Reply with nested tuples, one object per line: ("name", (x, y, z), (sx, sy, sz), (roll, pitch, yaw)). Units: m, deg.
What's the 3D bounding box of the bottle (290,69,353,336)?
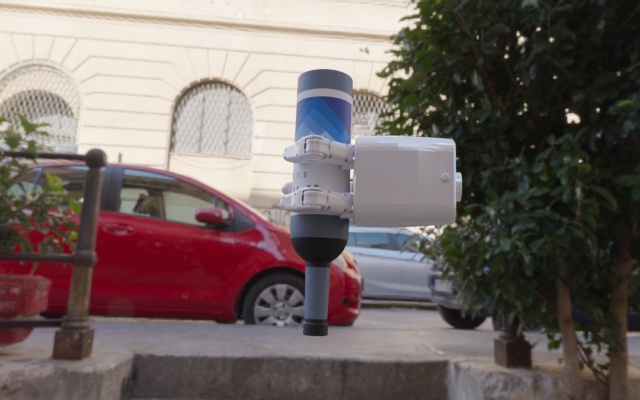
("bottle", (0.000, 0.002, 0.545), (0.069, 0.295, 0.069), (2, -10, 0))
